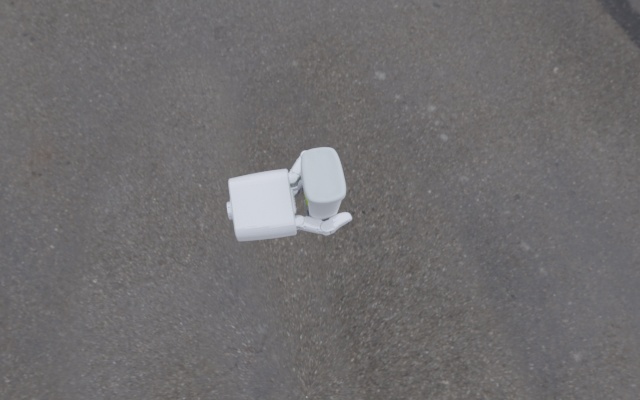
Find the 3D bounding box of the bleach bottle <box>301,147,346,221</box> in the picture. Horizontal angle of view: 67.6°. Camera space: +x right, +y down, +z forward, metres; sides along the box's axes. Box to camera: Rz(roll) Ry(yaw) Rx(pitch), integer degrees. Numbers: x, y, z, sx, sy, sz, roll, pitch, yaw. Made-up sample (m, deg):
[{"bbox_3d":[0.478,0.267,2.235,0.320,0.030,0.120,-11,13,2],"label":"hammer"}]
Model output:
[{"bbox_3d":[0.000,0.003,0.875,0.068,0.102,0.251,-8,-22,-5],"label":"bleach bottle"}]
